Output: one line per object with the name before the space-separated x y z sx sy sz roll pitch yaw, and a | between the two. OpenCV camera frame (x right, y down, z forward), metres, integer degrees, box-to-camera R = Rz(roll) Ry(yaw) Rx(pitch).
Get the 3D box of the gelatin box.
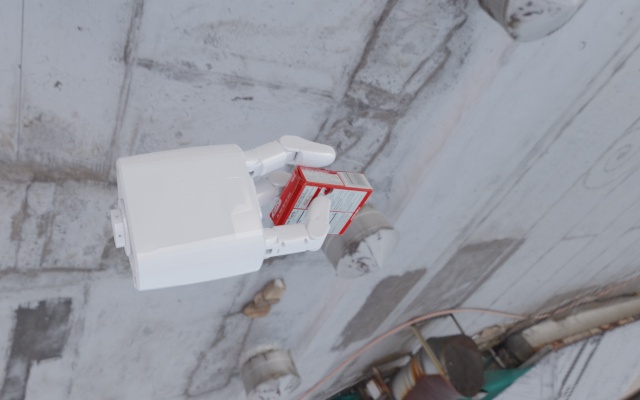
gelatin box | 0.001 0.002 0.509 0.089 0.030 0.073 5 -47 -33
